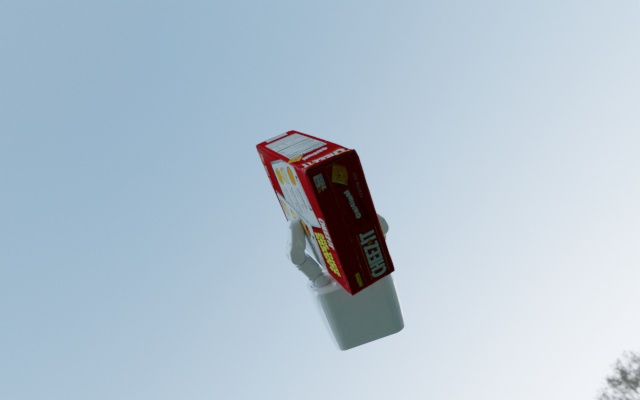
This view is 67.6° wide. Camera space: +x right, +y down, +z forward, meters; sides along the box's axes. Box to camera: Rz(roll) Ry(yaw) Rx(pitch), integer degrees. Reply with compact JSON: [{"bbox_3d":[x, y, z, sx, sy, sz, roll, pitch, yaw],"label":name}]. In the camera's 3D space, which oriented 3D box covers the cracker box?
[{"bbox_3d":[0.000,0.002,0.623,0.072,0.164,0.213,-27,22,-14],"label":"cracker box"}]
